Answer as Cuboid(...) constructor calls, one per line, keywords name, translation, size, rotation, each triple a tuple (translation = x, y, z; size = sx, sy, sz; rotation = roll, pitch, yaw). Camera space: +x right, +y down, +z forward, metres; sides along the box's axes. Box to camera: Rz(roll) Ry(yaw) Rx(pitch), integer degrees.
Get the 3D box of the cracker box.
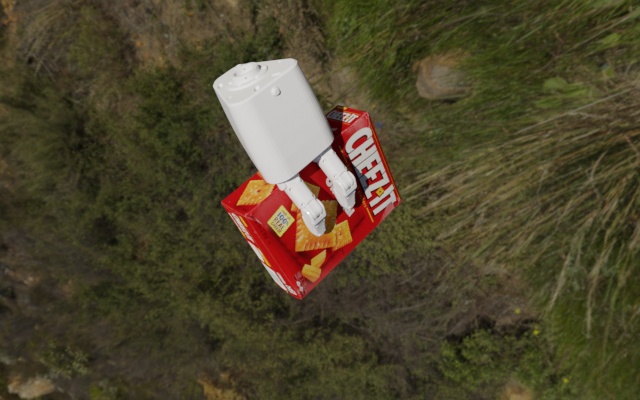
Cuboid(name="cracker box", translation=(0.000, 0.002, 0.641), size=(0.213, 0.164, 0.072), rotation=(-42, 38, -20))
